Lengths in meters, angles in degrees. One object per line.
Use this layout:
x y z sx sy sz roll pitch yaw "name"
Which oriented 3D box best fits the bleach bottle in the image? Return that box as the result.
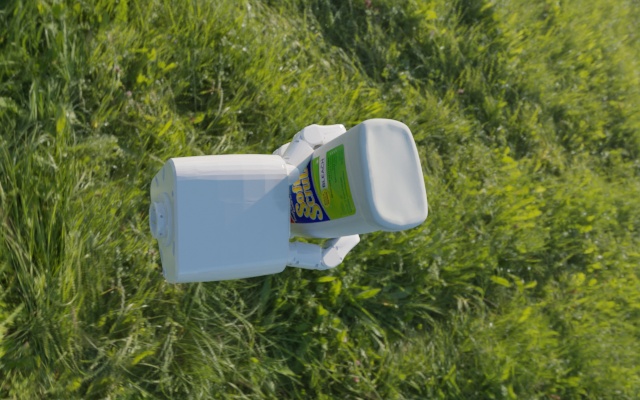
0.000 0.002 0.509 0.068 0.102 0.251 -2 -12 -32 "bleach bottle"
